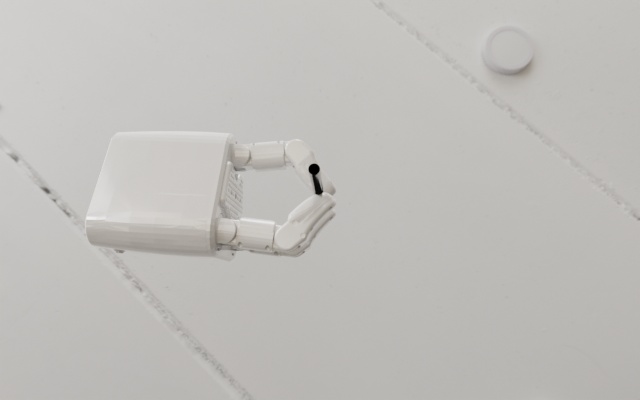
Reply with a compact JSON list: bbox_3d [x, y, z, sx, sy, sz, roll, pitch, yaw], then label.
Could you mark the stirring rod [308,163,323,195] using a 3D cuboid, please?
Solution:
[{"bbox_3d":[0.000,0.001,0.436,0.011,0.011,0.239,0,-11,2],"label":"stirring rod"}]
